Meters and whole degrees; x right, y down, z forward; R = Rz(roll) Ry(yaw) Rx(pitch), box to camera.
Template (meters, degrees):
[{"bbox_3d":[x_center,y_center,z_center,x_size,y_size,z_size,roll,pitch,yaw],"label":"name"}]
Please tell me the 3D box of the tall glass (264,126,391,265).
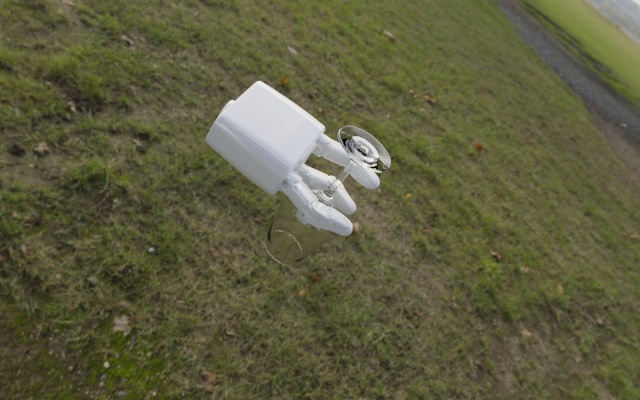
[{"bbox_3d":[0.001,0.002,0.612,0.079,0.079,0.201,0,-40,-42],"label":"tall glass"}]
